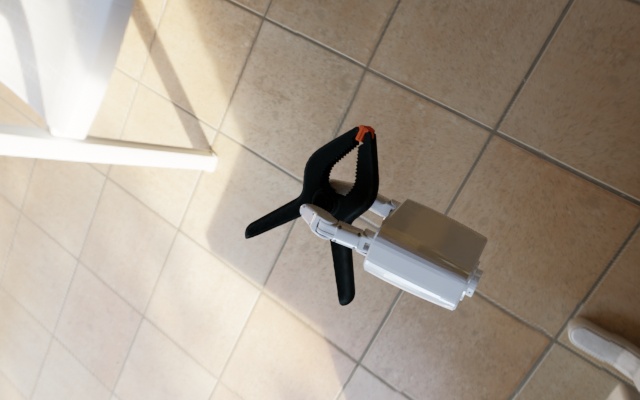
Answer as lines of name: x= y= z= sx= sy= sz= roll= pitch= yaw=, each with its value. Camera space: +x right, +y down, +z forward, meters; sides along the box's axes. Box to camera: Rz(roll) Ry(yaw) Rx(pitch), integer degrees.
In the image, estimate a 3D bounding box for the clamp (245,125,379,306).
clamp: x=0.000 y=0.002 z=0.576 sx=0.164 sy=0.210 sz=0.036 roll=25 pitch=15 yaw=18
